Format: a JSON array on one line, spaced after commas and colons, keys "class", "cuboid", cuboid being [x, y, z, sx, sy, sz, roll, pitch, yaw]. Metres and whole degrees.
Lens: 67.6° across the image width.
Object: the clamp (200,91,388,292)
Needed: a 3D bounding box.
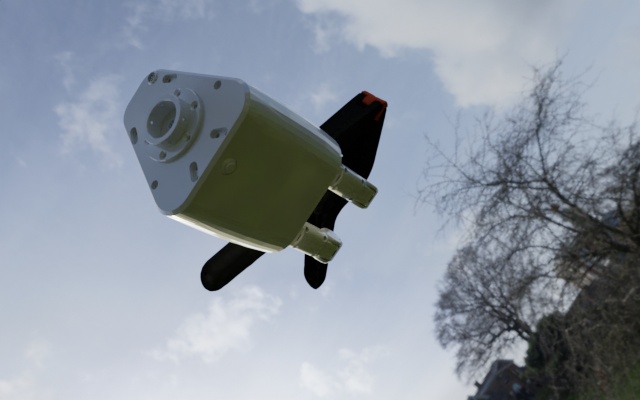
[{"class": "clamp", "cuboid": [0.000, 0.001, 0.440, 0.036, 0.210, 0.164, 37, 6, 31]}]
